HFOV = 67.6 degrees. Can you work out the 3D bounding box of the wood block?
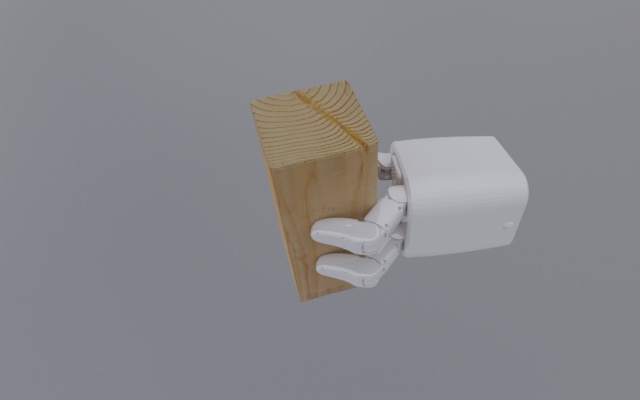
[{"bbox_3d":[0.000,0.001,0.467,0.090,0.090,0.206,-14,-40,-6],"label":"wood block"}]
